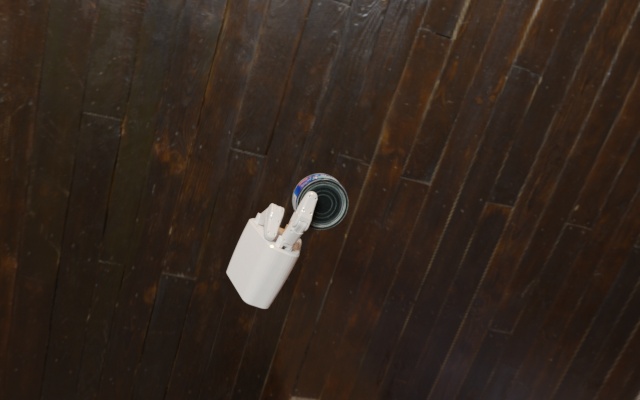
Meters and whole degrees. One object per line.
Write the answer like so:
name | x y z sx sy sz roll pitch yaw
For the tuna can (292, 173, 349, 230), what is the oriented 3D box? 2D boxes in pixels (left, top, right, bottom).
tuna can | 0.000 0.003 0.749 0.086 0.086 0.033 0 16 -13
